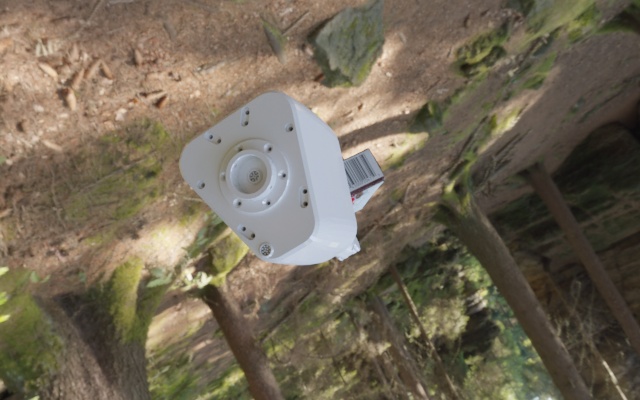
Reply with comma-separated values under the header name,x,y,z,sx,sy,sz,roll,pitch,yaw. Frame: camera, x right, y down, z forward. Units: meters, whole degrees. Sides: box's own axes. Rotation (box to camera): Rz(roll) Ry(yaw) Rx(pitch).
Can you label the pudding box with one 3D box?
name,x,y,z,sx,sy,sz,roll,pitch,yaw
pudding box,0.000,0.002,0.476,0.113,0.039,0.090,-24,-13,-17
